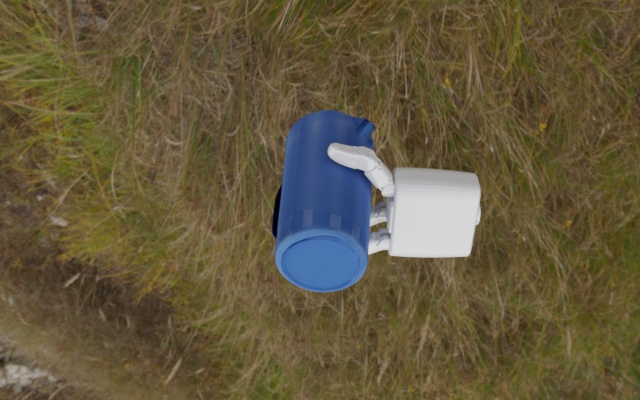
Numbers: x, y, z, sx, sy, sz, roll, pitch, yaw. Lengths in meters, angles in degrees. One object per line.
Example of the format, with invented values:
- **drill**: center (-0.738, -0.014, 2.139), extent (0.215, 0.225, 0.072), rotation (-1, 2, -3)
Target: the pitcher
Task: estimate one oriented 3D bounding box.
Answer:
- **pitcher**: center (0.000, 0.002, 0.638), extent (0.145, 0.149, 0.242), rotation (4, 41, 2)
